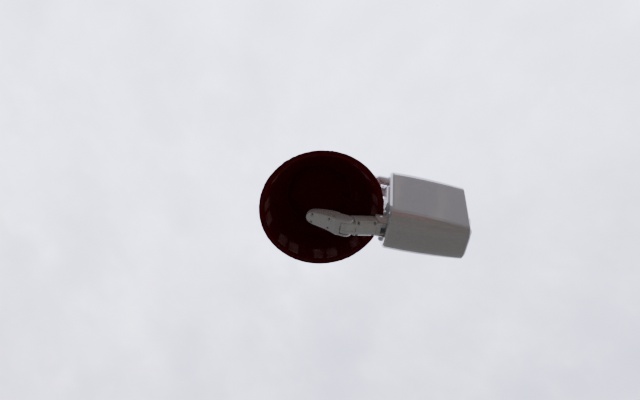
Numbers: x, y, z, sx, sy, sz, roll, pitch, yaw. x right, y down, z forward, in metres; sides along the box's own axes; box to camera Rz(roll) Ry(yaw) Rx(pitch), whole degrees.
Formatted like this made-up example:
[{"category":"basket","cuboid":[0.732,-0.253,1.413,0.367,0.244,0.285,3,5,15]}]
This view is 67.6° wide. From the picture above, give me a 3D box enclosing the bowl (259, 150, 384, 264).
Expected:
[{"category":"bowl","cuboid":[-0.001,0.001,0.634,0.162,0.162,0.055,0,25,-4]}]
